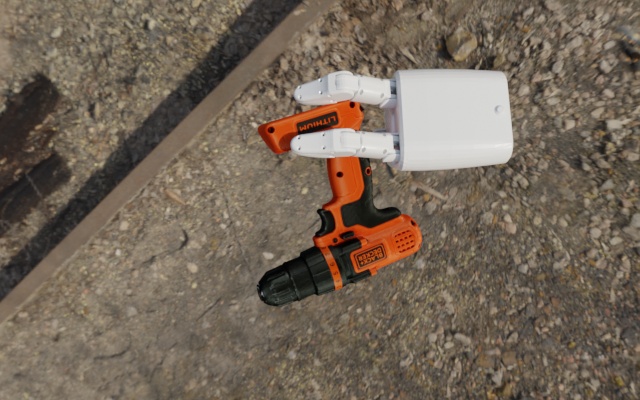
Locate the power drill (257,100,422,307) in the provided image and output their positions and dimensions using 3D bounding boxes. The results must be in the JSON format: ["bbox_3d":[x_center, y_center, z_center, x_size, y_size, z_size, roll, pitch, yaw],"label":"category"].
[{"bbox_3d":[0.000,0.001,0.493,0.184,0.188,0.057,-21,13,-14],"label":"power drill"}]
